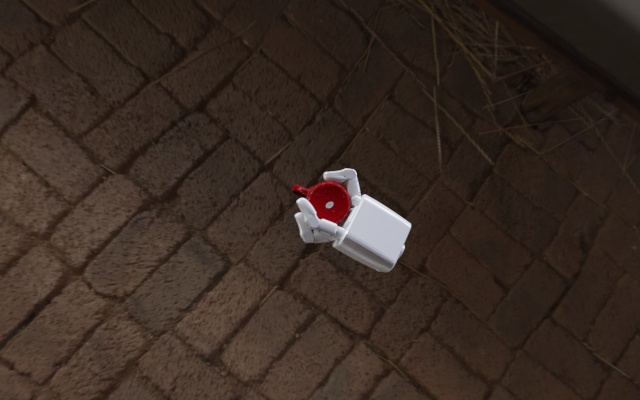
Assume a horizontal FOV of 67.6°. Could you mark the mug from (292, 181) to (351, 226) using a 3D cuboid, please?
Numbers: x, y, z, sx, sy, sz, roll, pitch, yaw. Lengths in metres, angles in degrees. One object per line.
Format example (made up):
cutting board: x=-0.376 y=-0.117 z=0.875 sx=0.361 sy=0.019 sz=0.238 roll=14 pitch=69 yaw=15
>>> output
mug: x=-0.001 y=0.002 z=0.900 sx=0.117 sy=0.093 sz=0.081 roll=32 pitch=-10 yaw=-4
